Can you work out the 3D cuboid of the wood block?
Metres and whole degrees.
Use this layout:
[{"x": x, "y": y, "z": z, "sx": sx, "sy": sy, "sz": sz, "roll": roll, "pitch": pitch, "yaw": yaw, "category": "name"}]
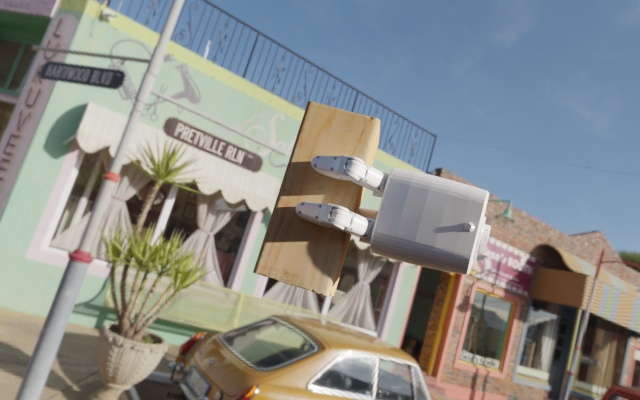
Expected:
[{"x": 0.001, "y": 0.002, "z": 0.573, "sx": 0.090, "sy": 0.206, "sz": 0.091, "roll": 16, "pitch": -9, "yaw": 8, "category": "wood block"}]
